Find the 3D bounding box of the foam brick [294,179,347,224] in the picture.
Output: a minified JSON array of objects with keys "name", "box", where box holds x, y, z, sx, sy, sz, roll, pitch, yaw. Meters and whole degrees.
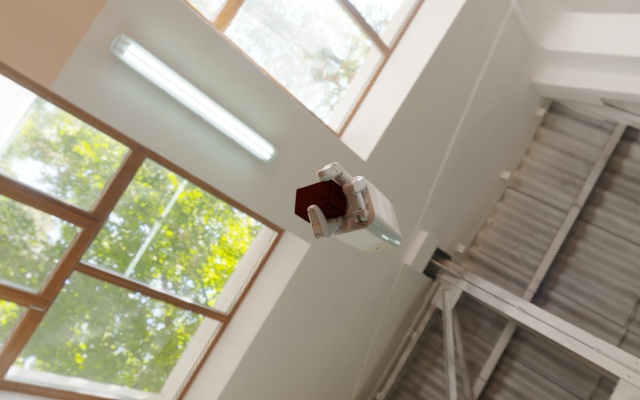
[{"name":"foam brick","box":[0.000,0.003,0.844,0.078,0.053,0.051,-16,-35,35]}]
